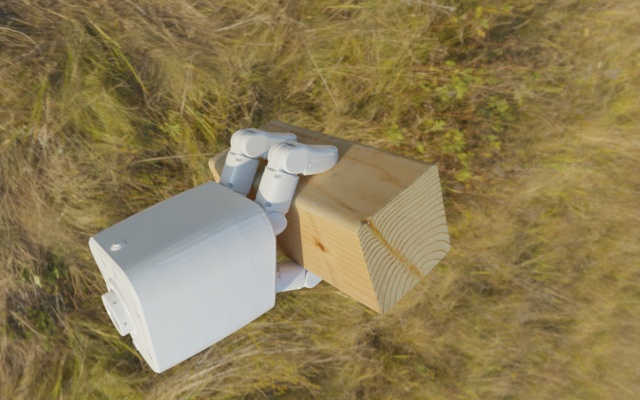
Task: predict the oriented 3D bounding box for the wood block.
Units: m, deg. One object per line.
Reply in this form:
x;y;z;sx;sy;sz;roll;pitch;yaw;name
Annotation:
0.000;0.002;0.429;0.090;0.091;0.206;-38;39;-25;wood block
